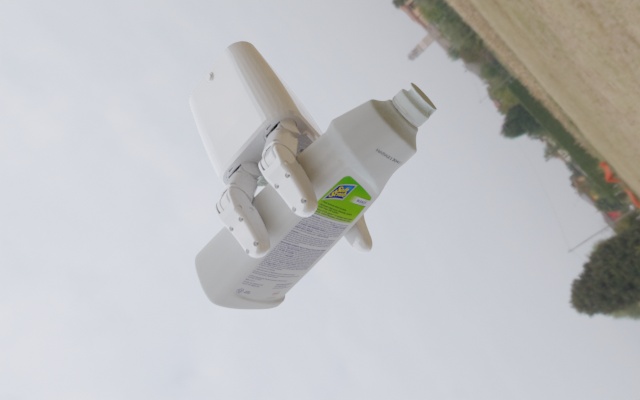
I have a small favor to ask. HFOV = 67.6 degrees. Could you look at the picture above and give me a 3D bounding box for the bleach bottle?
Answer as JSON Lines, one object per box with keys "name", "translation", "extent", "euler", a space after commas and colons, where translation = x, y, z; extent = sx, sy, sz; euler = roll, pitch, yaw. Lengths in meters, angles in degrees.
{"name": "bleach bottle", "translation": [0.000, 0.001, 0.417], "extent": [0.251, 0.068, 0.102], "euler": [-43, -32, 24]}
